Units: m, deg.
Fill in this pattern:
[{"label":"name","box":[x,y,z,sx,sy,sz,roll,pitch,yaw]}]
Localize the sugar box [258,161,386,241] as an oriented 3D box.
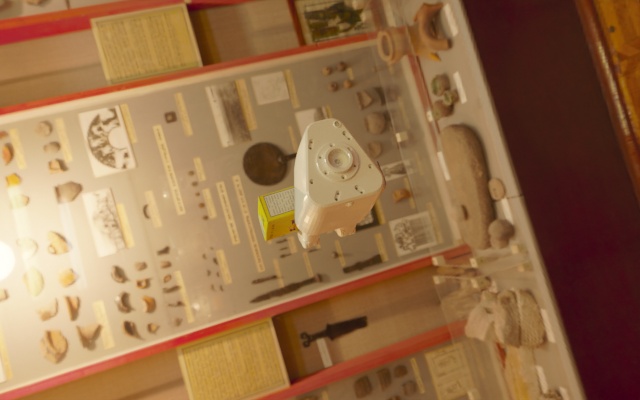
[{"label":"sugar box","box":[0.000,0.003,0.681,0.176,0.048,0.093,-15,-17,-13]}]
